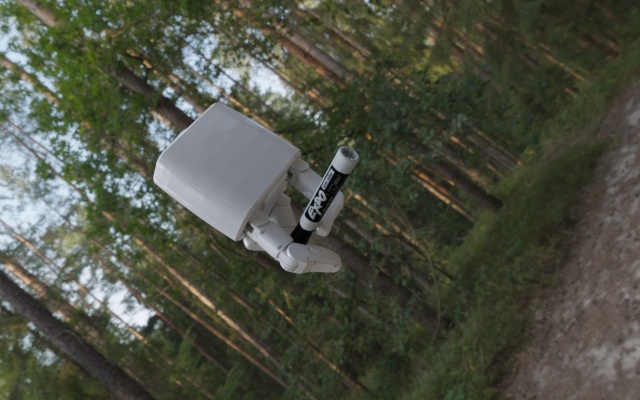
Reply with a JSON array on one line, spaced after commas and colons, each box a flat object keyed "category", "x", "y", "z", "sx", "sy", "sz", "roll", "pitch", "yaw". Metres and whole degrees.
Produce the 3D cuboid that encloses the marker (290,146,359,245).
[{"category": "marker", "x": 0.000, "y": 0.001, "z": 0.435, "sx": 0.020, "sy": 0.020, "sz": 0.121, "roll": 0, "pitch": -42, "yaw": -33}]
